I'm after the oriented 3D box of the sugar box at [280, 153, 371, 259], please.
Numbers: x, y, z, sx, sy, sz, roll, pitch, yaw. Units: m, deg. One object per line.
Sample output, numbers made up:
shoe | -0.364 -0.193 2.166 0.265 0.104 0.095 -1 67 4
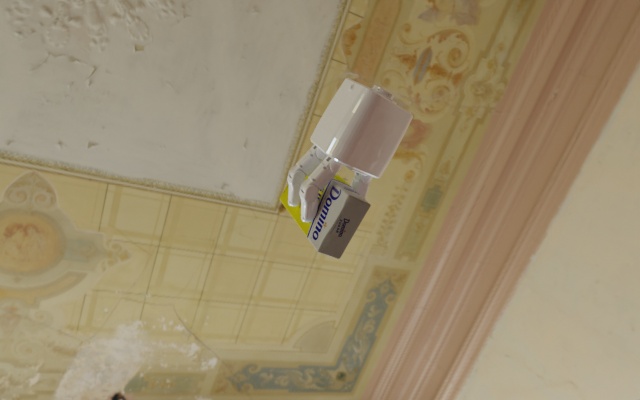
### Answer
sugar box | 0.000 0.002 0.719 0.048 0.093 0.176 22 13 -29
